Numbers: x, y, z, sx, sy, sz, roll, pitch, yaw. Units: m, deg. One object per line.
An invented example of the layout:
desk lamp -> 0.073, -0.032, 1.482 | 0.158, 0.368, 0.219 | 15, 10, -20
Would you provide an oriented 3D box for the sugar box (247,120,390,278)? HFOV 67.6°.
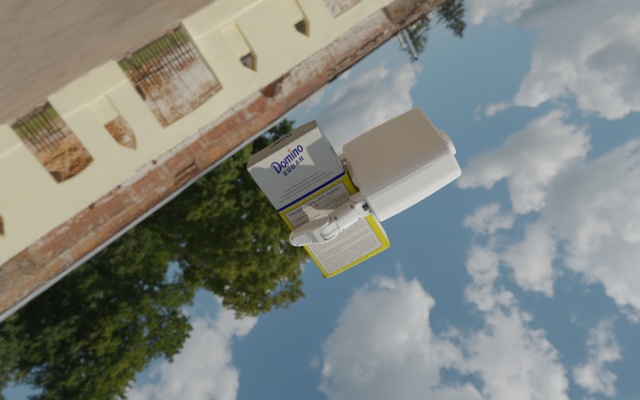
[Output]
sugar box -> 0.000, 0.002, 0.567 | 0.093, 0.176, 0.048 | -29, 21, 9
